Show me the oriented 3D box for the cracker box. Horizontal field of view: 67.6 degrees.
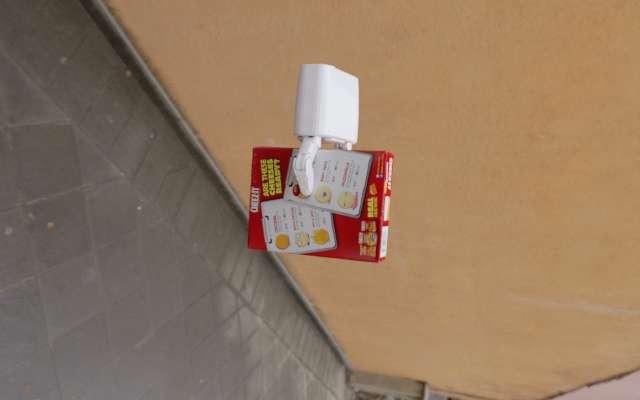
[{"bbox_3d":[0.000,0.002,0.741,0.213,0.164,0.072,4,1,19],"label":"cracker box"}]
